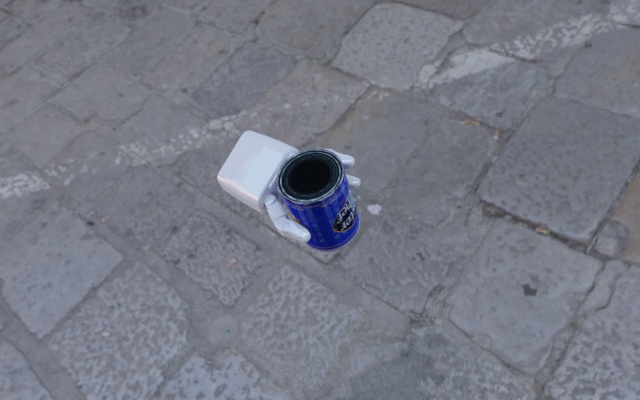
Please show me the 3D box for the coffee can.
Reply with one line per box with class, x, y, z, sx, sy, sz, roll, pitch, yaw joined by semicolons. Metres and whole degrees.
coffee can;0.000;0.003;0.745;0.103;0.102;0.140;0;-35;16
